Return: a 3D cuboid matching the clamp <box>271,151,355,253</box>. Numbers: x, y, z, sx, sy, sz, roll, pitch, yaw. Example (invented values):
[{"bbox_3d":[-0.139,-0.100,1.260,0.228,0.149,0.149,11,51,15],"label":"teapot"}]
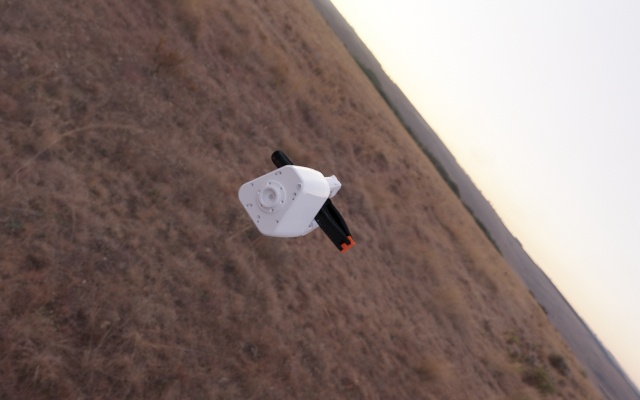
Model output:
[{"bbox_3d":[0.001,0.003,0.889,0.036,0.210,0.164,-38,-15,15],"label":"clamp"}]
